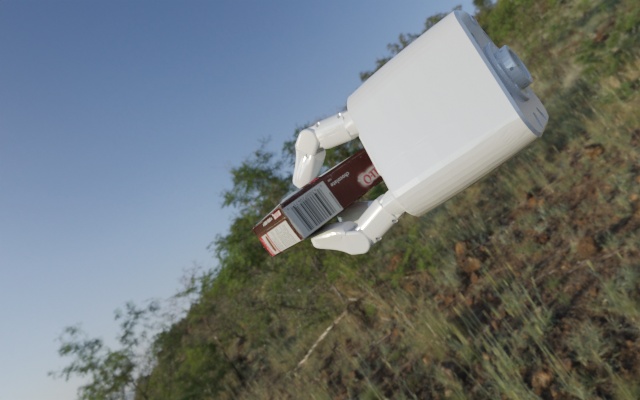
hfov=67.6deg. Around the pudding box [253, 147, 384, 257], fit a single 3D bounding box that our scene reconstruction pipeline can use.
[{"bbox_3d":[0.000,0.001,0.445,0.113,0.039,0.090,-34,-1,-27],"label":"pudding box"}]
